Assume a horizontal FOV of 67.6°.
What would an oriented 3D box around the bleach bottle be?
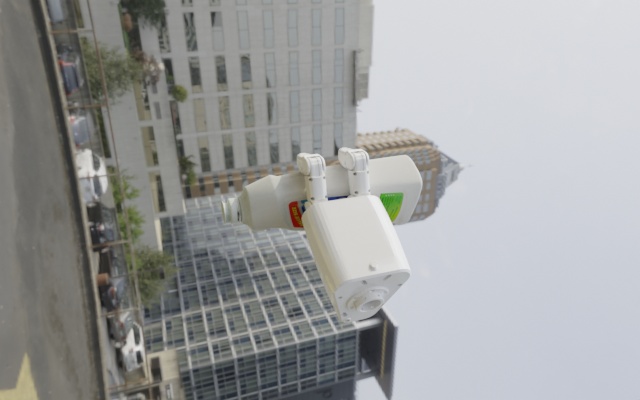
[{"bbox_3d":[0.000,0.002,0.617,0.251,0.068,0.103,-9,-38,-17],"label":"bleach bottle"}]
